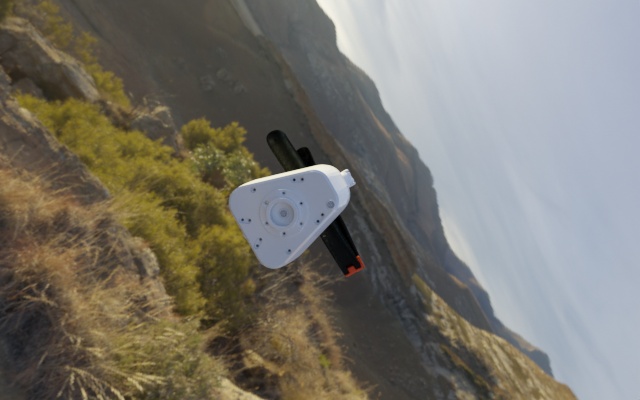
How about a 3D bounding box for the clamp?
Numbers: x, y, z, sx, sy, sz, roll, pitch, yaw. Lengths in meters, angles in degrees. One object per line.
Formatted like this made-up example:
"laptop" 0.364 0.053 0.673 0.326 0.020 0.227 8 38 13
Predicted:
"clamp" 0.001 0.002 0.656 0.036 0.210 0.164 -28 1 10
